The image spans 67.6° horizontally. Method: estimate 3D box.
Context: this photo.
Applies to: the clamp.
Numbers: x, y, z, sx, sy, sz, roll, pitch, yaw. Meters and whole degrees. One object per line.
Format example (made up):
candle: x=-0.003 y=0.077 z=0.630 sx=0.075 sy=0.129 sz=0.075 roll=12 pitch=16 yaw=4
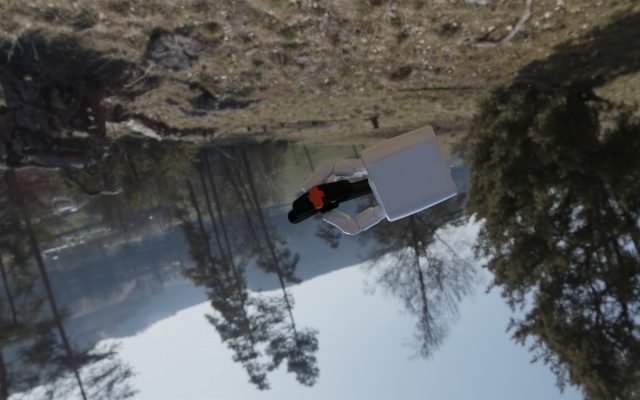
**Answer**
clamp: x=0.001 y=0.003 z=0.733 sx=0.164 sy=0.036 sz=0.210 roll=-24 pitch=-5 yaw=14
